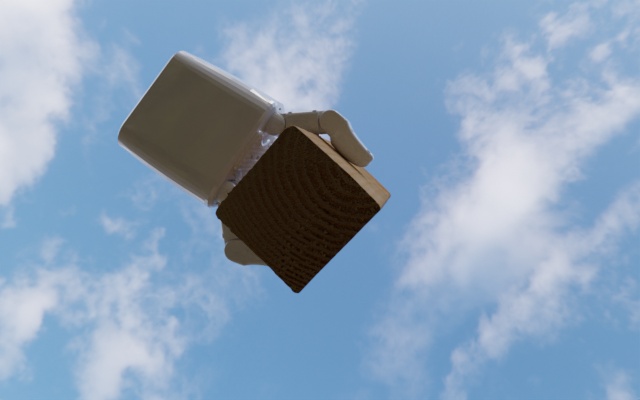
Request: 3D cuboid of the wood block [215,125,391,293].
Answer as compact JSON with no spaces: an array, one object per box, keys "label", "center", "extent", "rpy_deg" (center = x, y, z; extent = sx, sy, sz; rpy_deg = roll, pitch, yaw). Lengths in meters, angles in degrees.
[{"label":"wood block","center":[0.000,0.001,0.439],"extent":[0.090,0.091,0.206],"rpy_deg":[43,10,5]}]
